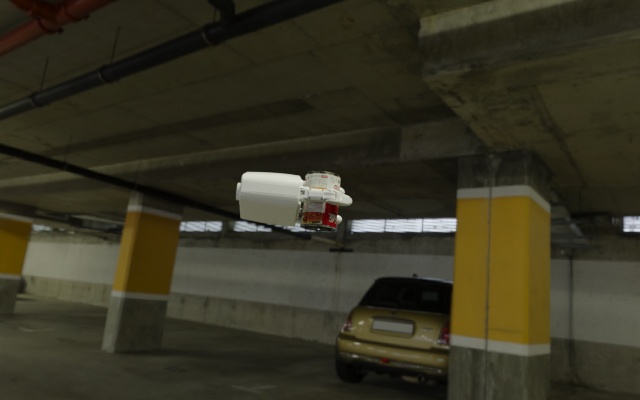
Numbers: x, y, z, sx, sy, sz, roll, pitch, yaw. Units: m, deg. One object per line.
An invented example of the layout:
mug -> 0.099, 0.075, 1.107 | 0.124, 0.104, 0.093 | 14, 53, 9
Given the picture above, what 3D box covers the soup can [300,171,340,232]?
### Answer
soup can -> 0.001, 0.003, 0.892 | 0.068, 0.102, 0.068 | 5, -11, 1
